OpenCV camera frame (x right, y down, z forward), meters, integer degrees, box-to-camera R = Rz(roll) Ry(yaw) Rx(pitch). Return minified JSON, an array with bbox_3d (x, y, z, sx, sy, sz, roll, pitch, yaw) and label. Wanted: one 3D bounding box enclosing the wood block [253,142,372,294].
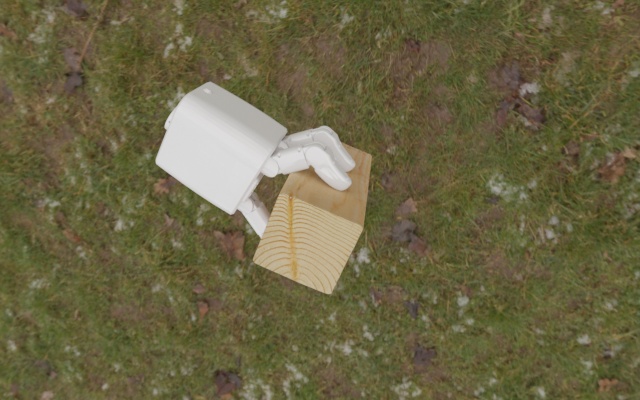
[{"bbox_3d":[0.000,0.002,0.563,0.090,0.091,0.206,23,26,-2],"label":"wood block"}]
